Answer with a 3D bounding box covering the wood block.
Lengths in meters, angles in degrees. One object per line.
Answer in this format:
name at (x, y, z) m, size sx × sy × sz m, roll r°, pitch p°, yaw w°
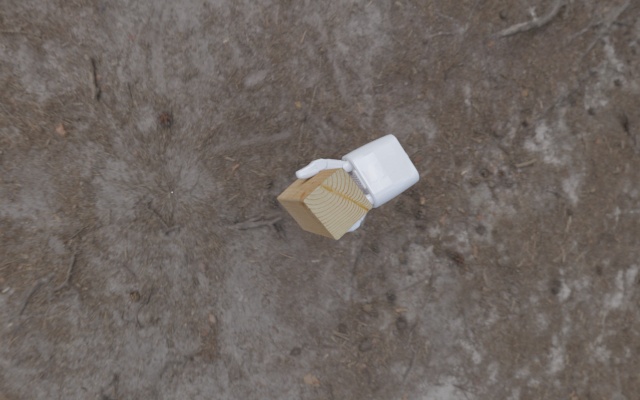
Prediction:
wood block at (0.000, 0.002, 0.885) m, size 0.090 × 0.091 × 0.206 m, roll -42°, pitch 12°, yaw -12°
